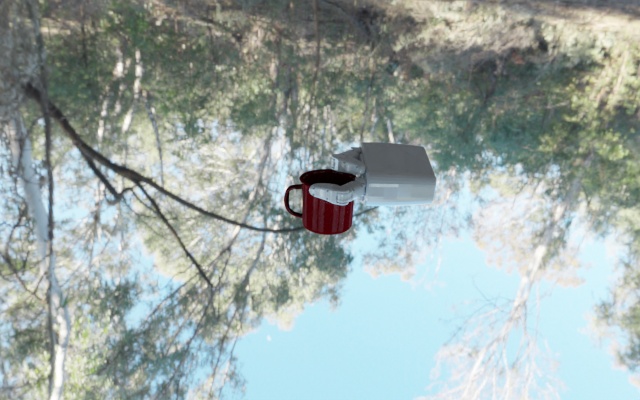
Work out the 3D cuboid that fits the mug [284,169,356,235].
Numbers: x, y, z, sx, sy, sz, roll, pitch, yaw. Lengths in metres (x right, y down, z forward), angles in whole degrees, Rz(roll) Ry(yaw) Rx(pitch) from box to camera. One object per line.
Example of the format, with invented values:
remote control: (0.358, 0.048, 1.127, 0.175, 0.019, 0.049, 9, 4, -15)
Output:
mug: (-0.001, 0.003, 0.758, 0.117, 0.081, 0.093, 1, 22, -3)
